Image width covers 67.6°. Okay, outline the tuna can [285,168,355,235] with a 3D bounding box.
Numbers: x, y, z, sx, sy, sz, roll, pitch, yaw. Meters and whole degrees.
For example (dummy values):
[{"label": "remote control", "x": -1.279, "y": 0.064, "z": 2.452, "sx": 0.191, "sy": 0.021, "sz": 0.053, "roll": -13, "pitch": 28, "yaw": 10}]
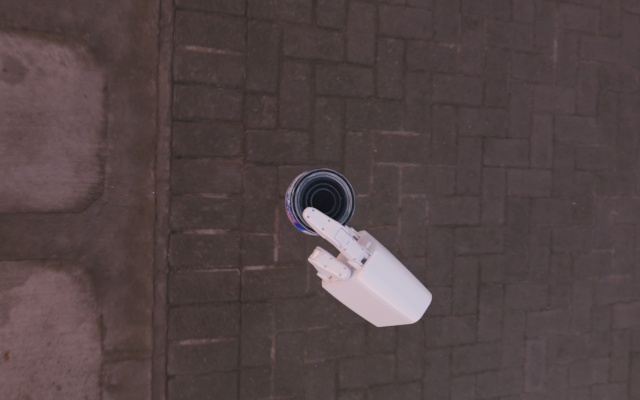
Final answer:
[{"label": "tuna can", "x": 0.000, "y": 0.002, "z": 0.604, "sx": 0.086, "sy": 0.086, "sz": 0.034, "roll": 0, "pitch": -2, "yaw": -15}]
